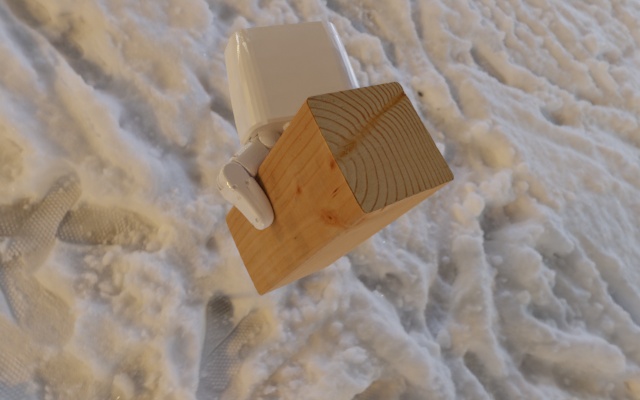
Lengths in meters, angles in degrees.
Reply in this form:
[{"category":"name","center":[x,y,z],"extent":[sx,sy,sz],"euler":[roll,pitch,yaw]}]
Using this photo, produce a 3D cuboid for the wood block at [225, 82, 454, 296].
[{"category":"wood block","center":[0.000,0.001,0.412],"extent":[0.091,0.090,0.206],"euler":[-18,-15,-33]}]
